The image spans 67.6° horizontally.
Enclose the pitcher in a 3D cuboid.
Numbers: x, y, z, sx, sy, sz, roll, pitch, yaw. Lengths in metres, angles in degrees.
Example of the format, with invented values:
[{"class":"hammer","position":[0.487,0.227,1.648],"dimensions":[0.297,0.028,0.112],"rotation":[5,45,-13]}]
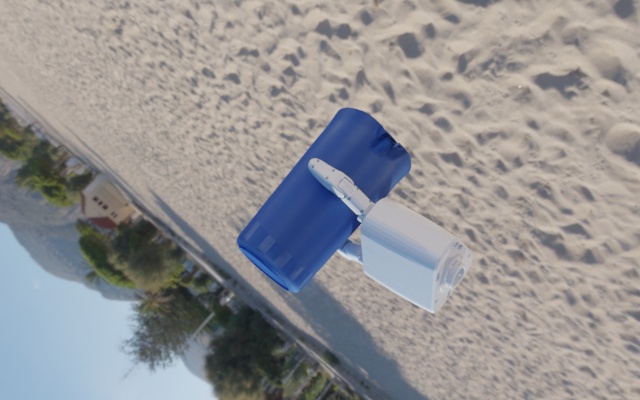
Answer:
[{"class":"pitcher","position":[0.000,0.002,0.660],"dimensions":[0.145,0.242,0.149],"rotation":[31,-19,32]}]
